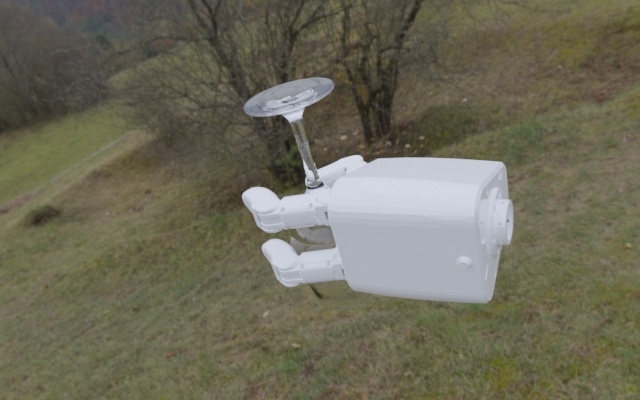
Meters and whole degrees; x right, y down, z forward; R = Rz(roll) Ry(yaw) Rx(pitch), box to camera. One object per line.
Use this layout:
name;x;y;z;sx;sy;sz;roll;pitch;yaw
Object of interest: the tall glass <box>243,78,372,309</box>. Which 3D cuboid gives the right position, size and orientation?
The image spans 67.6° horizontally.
tall glass;0.000;0.001;0.420;0.079;0.201;0.079;-13;29;7
